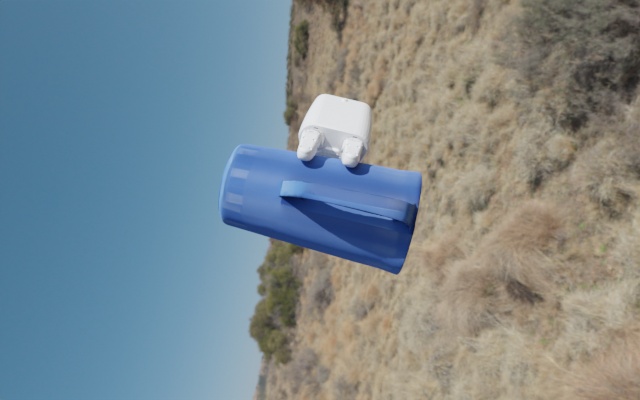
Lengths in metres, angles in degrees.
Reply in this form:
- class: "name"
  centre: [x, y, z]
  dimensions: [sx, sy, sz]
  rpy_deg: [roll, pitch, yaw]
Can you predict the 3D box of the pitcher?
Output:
- class: "pitcher"
  centre: [0.000, 0.002, 0.602]
  dimensions: [0.243, 0.149, 0.145]
  rpy_deg: [13, 40, 3]
